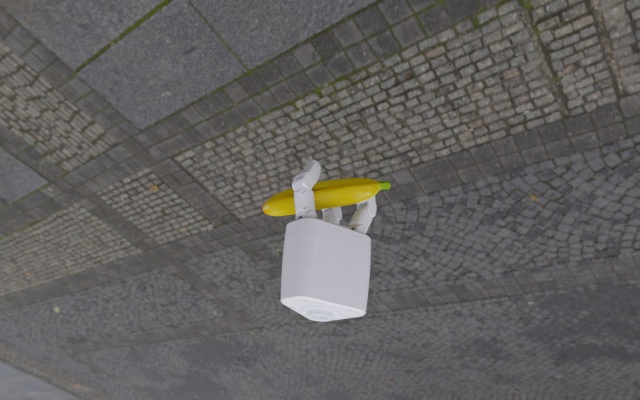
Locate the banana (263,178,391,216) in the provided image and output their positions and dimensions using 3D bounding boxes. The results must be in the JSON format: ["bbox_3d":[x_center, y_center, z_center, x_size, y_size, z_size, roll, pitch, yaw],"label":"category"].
[{"bbox_3d":[-0.003,-0.002,0.675,0.198,0.037,0.070,-9,-15,17],"label":"banana"}]
